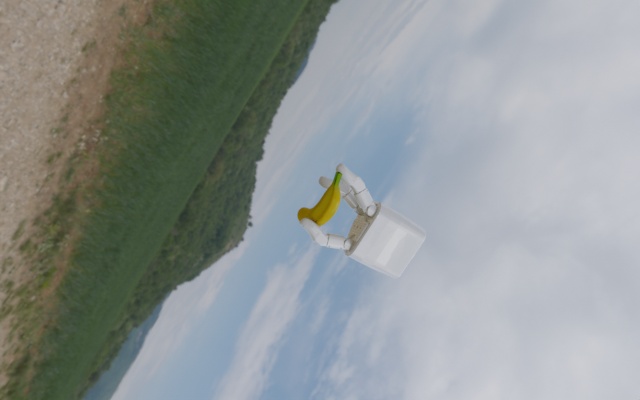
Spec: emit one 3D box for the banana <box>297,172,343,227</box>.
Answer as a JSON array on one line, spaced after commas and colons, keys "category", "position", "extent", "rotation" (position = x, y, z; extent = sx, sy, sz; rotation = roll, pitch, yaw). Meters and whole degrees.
[{"category": "banana", "position": [-0.004, 0.017, 0.877], "extent": [0.037, 0.069, 0.198], "rotation": [26, -29, -14]}]
